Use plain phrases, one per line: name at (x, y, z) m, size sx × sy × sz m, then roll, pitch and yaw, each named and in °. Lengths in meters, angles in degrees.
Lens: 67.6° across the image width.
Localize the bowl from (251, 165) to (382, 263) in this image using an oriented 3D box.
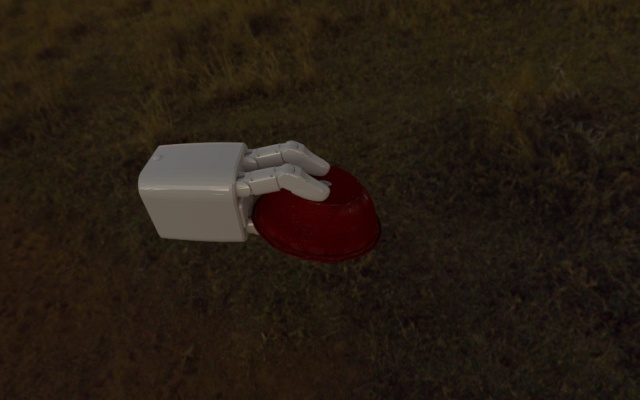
bowl at (0.001, 0.002, 0.573) m, size 0.162 × 0.055 × 0.162 m, roll 8°, pitch 33°, yaw -5°
